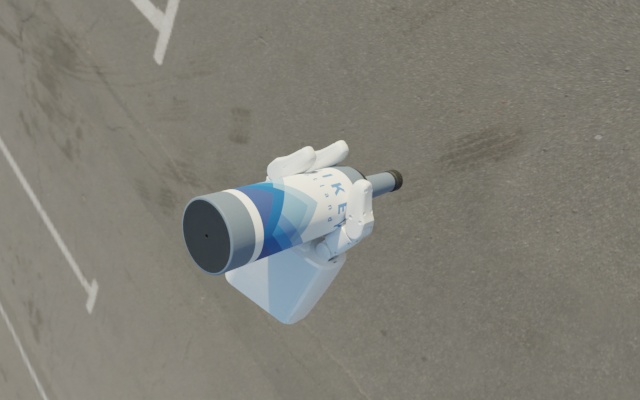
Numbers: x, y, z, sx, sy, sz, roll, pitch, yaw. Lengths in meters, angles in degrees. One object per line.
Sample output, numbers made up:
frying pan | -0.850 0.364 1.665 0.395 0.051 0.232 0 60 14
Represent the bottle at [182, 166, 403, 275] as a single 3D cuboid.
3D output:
bottle | 0.000 0.002 0.498 0.069 0.069 0.295 0 11 40
